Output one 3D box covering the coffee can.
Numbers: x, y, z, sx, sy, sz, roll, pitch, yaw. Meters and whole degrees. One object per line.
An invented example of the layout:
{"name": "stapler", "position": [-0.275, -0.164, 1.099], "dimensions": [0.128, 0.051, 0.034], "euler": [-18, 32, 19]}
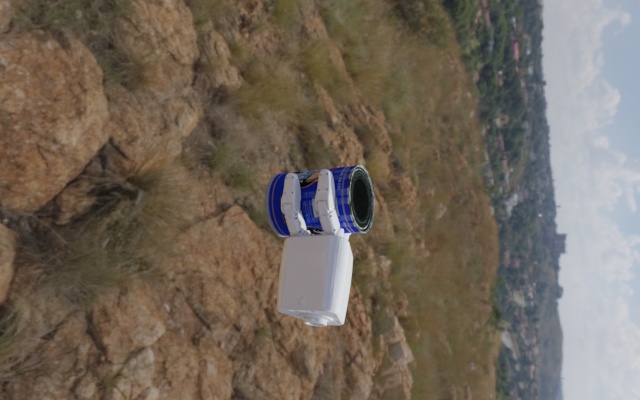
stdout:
{"name": "coffee can", "position": [0.000, 0.002, 0.737], "dimensions": [0.140, 0.103, 0.103], "euler": [-5, -2, 26]}
